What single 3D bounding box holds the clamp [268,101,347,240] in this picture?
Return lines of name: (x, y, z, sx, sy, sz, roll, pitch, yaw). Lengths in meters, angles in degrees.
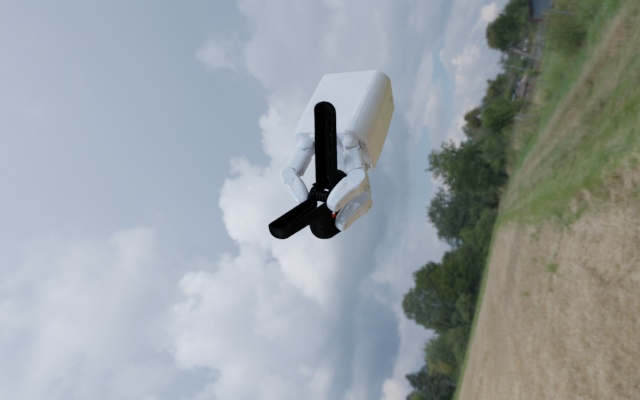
clamp: (0.000, 0.002, 0.596, 0.036, 0.164, 0.210, 16, -22, 21)
